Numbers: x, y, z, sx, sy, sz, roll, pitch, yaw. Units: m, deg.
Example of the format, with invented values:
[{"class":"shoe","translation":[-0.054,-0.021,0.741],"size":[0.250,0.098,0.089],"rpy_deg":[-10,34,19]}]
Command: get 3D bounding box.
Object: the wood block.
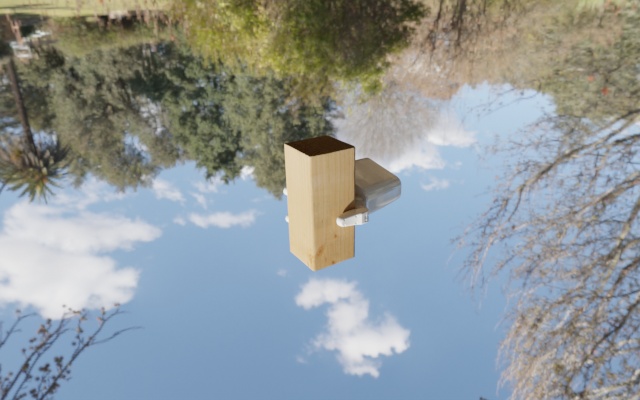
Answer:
[{"class":"wood block","translation":[0.001,0.003,0.827],"size":[0.090,0.206,0.090],"rpy_deg":[-15,27,-29]}]
